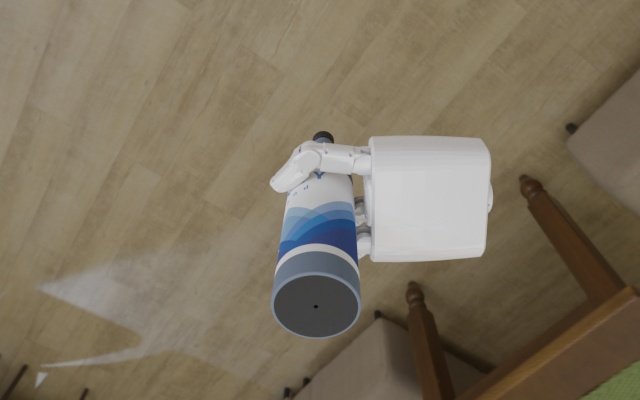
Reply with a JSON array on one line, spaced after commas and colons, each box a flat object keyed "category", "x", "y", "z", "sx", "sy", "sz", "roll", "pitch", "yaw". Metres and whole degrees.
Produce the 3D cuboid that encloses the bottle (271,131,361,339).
[{"category": "bottle", "x": 0.000, "y": 0.002, "z": 0.473, "sx": 0.069, "sy": 0.069, "sz": 0.295, "roll": 0, "pitch": 31, "yaw": 2}]
